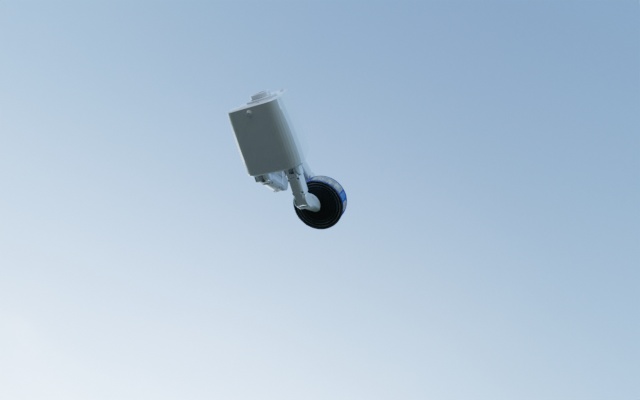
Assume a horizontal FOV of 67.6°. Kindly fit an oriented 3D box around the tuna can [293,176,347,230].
[{"bbox_3d":[0.000,0.002,0.793,0.086,0.086,0.033,0,21,19],"label":"tuna can"}]
